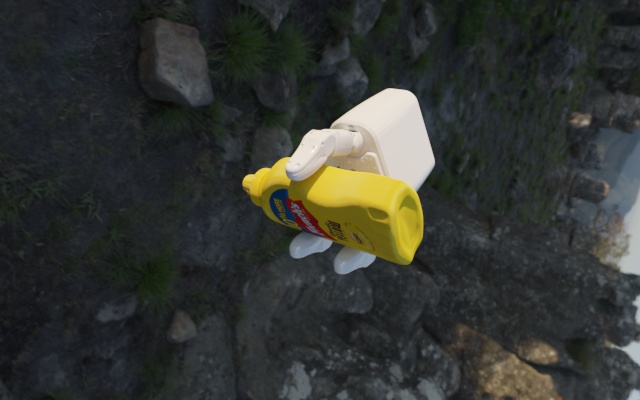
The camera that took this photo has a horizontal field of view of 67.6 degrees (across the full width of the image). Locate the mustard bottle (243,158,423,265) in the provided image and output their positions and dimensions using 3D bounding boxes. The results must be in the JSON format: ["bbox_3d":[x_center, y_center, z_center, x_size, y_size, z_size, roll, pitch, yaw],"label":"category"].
[{"bbox_3d":[0.000,0.002,0.467,0.191,0.058,0.096,16,-27,32],"label":"mustard bottle"}]
